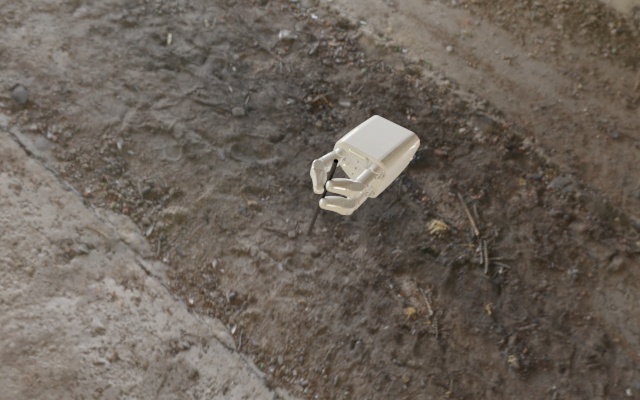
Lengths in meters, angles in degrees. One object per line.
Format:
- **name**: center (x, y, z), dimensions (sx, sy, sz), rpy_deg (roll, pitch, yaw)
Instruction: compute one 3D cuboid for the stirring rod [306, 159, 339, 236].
- **stirring rod**: center (0.000, 0.003, 0.820), dimensions (0.011, 0.011, 0.240), rpy_deg (0, -31, -13)
